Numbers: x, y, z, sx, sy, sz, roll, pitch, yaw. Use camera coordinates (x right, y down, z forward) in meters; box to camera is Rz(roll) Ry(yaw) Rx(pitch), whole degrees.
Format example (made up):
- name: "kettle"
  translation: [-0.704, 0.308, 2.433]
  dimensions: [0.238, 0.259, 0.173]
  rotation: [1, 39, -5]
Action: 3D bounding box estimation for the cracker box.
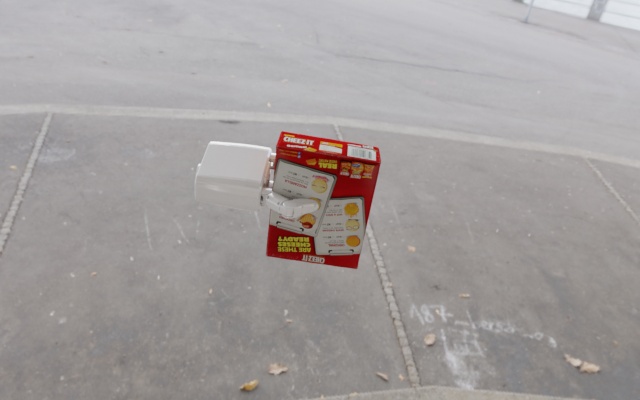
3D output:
- name: "cracker box"
  translation: [0.000, 0.003, 0.802]
  dimensions: [0.164, 0.214, 0.072]
  rotation: [8, 32, 0]
